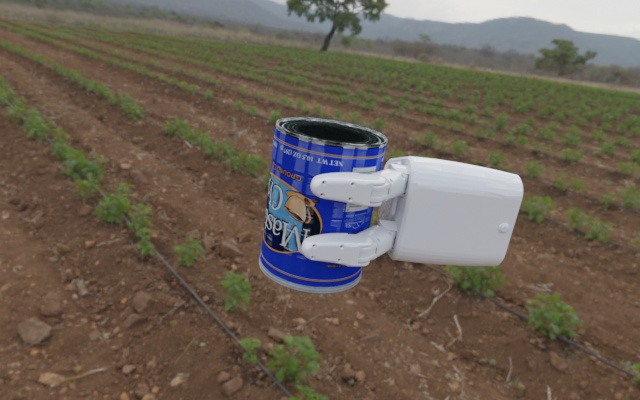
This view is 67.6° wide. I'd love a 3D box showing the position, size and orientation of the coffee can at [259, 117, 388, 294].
[{"bbox_3d":[0.000,0.002,0.452,0.103,0.140,0.102,8,19,-3],"label":"coffee can"}]
